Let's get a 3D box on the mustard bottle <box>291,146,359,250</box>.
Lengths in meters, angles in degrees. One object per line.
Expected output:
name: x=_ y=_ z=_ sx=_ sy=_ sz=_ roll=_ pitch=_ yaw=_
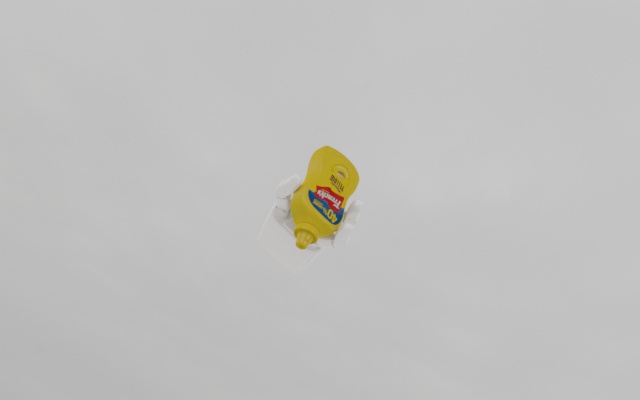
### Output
mustard bottle: x=0.000 y=0.002 z=0.797 sx=0.058 sy=0.191 sz=0.096 roll=-21 pitch=-56 yaw=43
